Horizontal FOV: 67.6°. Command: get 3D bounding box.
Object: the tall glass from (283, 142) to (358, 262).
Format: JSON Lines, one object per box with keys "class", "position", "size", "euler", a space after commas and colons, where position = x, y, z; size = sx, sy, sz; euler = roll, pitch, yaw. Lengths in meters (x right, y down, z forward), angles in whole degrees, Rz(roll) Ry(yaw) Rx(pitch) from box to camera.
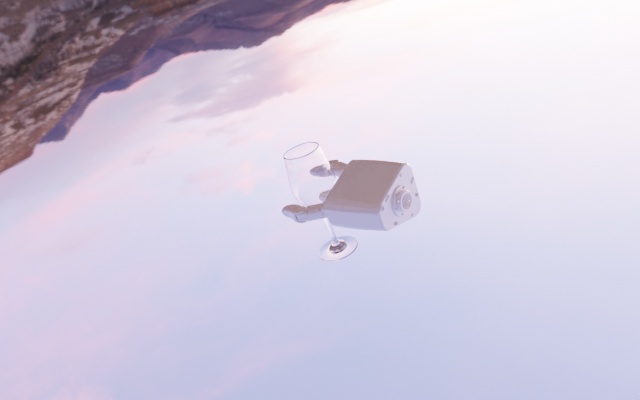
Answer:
{"class": "tall glass", "position": [0.000, 0.003, 0.816], "size": [0.079, 0.201, 0.079], "euler": [-17, 26, 8]}
